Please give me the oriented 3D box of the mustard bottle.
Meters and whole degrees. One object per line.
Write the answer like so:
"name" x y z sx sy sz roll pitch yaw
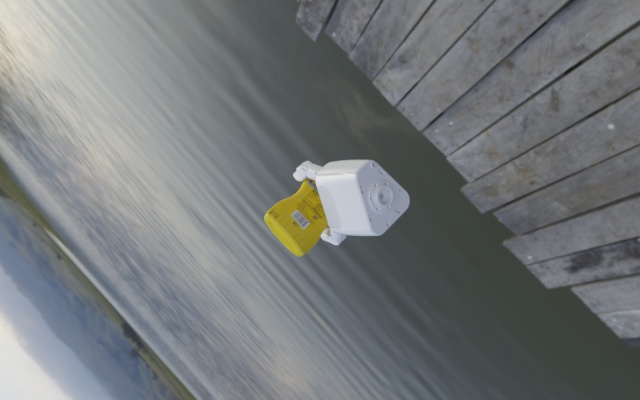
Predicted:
"mustard bottle" 0.000 0.003 0.838 0.191 0.096 0.058 -42 -3 -25
